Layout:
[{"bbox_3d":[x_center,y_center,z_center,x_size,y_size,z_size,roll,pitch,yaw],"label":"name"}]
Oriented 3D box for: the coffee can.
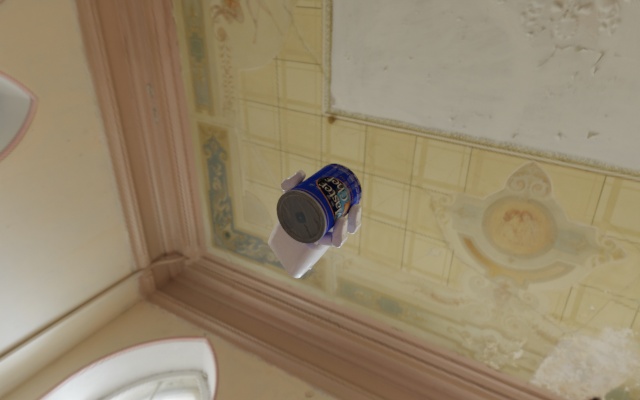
[{"bbox_3d":[0.000,0.003,0.887,0.103,0.103,0.140,0,24,35],"label":"coffee can"}]
